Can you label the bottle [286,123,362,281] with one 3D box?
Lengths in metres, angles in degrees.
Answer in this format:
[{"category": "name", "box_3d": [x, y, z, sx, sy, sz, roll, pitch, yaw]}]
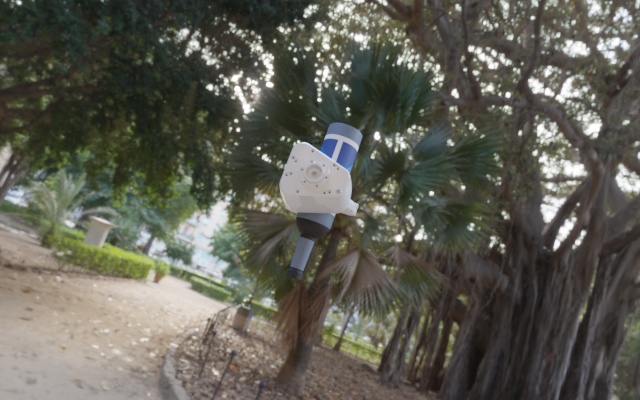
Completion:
[{"category": "bottle", "box_3d": [0.000, 0.003, 0.880, 0.069, 0.295, 0.069, 19, -12, 4]}]
